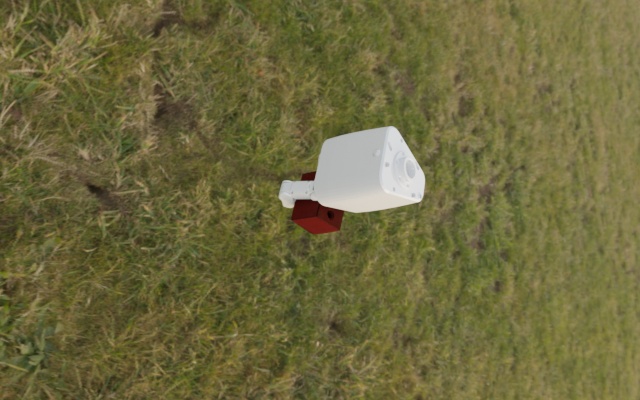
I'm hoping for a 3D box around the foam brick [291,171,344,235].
[{"bbox_3d":[0.000,0.003,0.684,0.051,0.078,0.053,-8,-30,40],"label":"foam brick"}]
